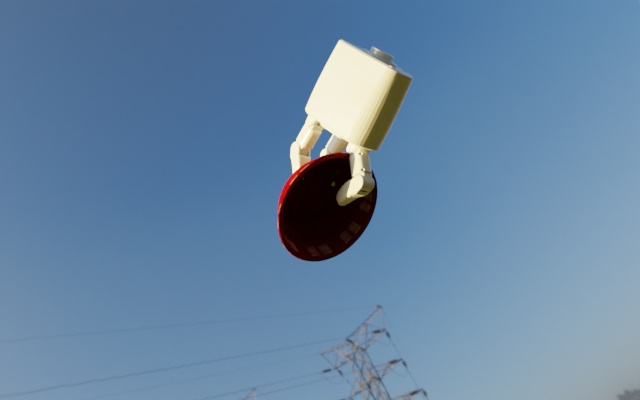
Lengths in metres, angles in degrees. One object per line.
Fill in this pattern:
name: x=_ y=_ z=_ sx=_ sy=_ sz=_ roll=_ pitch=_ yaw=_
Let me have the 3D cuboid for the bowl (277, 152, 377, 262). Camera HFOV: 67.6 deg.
bowl: x=-0.001 y=0.003 z=0.666 sx=0.162 sy=0.162 sz=0.055 roll=0 pitch=22 yaw=-36
